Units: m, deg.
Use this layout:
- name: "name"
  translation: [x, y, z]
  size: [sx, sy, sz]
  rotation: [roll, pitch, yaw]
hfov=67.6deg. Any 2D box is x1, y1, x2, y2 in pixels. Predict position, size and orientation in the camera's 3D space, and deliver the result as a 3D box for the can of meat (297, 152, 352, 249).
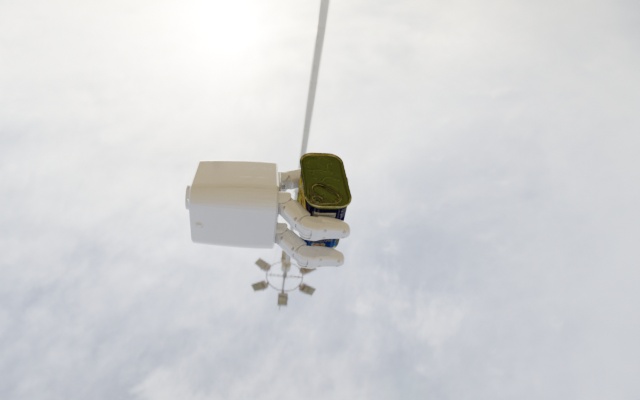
- name: "can of meat"
  translation: [0.000, 0.002, 0.618]
  size: [0.057, 0.084, 0.102]
  rotation: [1, 43, -11]
